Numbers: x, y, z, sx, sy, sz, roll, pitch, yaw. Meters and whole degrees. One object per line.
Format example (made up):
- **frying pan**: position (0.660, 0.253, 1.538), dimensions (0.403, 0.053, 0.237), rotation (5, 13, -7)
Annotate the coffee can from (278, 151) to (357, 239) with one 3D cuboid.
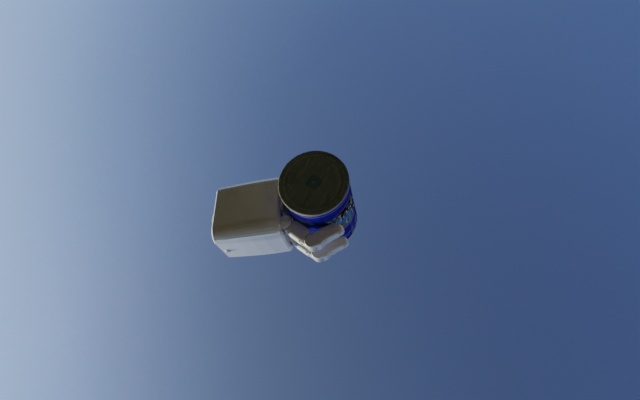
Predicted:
- **coffee can**: position (0.000, 0.002, 0.736), dimensions (0.103, 0.102, 0.140), rotation (0, -25, 10)
